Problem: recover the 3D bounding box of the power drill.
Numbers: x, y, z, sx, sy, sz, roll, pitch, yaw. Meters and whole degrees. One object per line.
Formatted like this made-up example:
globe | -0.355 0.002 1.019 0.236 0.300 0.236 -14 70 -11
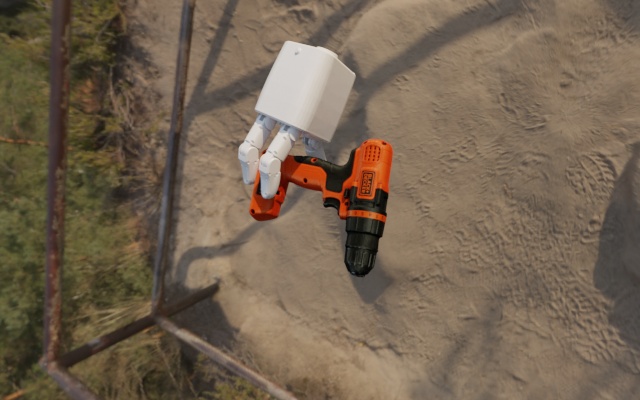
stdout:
power drill | 0.000 0.002 0.656 0.187 0.184 0.057 7 -13 18
